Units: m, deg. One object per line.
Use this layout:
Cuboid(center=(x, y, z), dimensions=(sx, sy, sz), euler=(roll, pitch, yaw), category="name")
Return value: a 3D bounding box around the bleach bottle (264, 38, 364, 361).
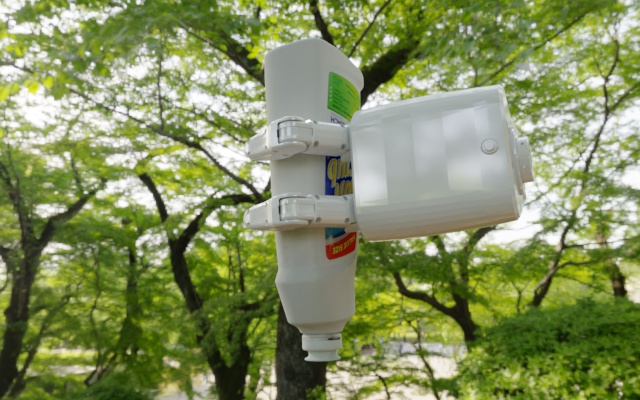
Cuboid(center=(0.000, 0.001, 0.401), dimensions=(0.068, 0.250, 0.102), euler=(-8, -12, 27), category="bleach bottle")
